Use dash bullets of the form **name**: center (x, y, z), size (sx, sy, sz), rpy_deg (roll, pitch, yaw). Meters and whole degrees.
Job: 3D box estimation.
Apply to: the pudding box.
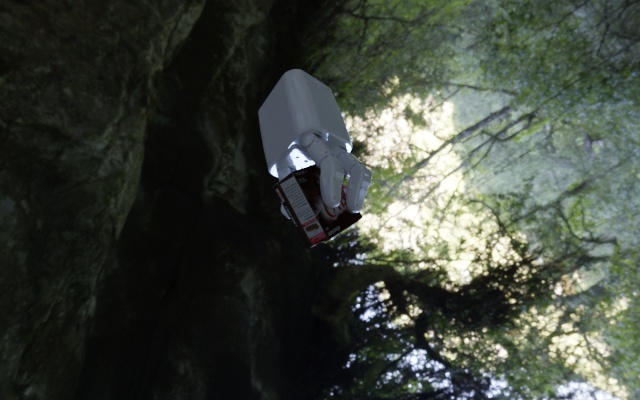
- **pudding box**: center (0.000, 0.002, 0.594), size (0.039, 0.090, 0.113), rpy_deg (-30, -2, 30)
